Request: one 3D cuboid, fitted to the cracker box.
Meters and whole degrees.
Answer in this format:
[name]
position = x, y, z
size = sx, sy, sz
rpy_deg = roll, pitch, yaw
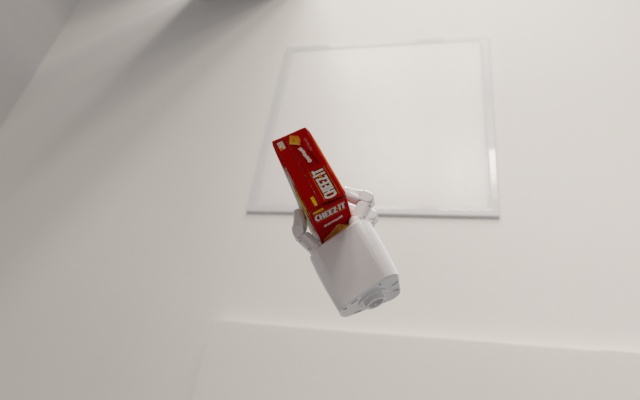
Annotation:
[cracker box]
position = 0.000, 0.003, 0.834
size = 0.072, 0.164, 0.214
rpy_deg = -26, -34, -5
